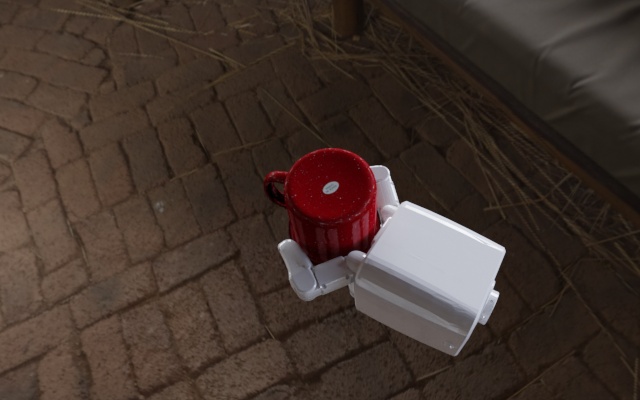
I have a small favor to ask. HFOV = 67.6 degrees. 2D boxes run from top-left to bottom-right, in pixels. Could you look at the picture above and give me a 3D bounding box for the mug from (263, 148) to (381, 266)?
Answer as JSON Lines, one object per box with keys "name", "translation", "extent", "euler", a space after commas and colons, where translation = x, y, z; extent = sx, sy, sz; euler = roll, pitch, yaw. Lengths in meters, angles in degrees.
{"name": "mug", "translation": [-0.001, 0.001, 0.447], "extent": [0.117, 0.093, 0.081], "euler": [22, -26, 16]}
